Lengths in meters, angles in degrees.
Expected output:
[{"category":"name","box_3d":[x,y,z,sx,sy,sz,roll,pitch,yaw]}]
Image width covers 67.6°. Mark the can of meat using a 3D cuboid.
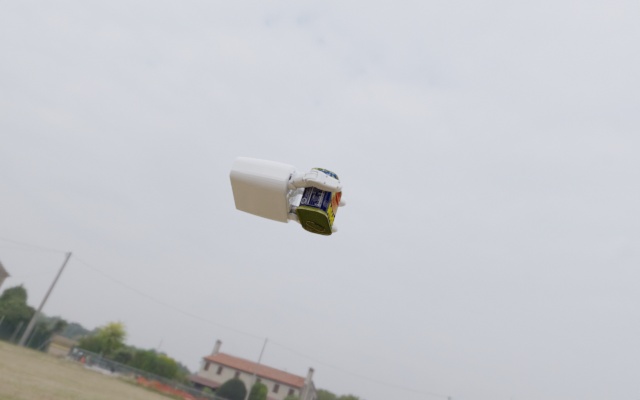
[{"category":"can of meat","box_3d":[0.000,0.002,0.842,0.057,0.084,0.102,11,-25,14]}]
